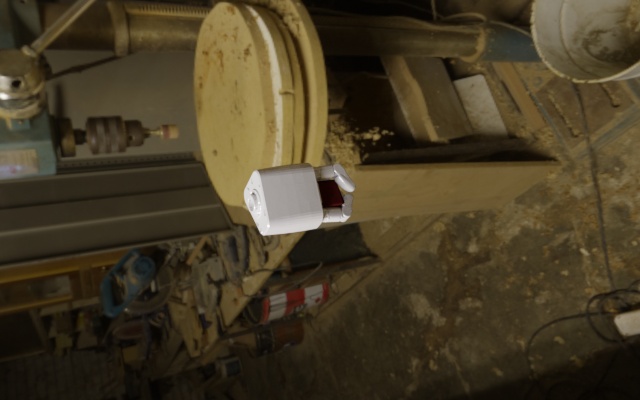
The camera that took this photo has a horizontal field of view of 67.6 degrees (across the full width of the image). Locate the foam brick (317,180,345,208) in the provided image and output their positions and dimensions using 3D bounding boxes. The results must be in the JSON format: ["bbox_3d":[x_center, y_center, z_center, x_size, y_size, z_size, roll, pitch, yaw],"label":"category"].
[{"bbox_3d":[0.000,0.003,0.894,0.051,0.053,0.078,-8,-26,-29],"label":"foam brick"}]
